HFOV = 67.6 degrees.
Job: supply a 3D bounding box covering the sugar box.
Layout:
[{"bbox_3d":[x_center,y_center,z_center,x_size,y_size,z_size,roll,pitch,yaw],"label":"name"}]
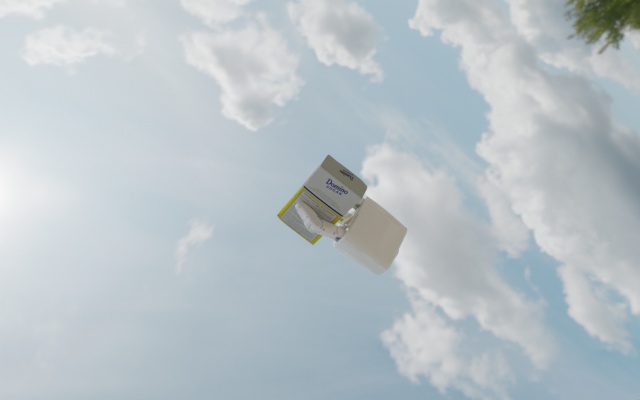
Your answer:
[{"bbox_3d":[0.000,0.003,0.878,0.176,0.093,0.048,-46,8,42],"label":"sugar box"}]
